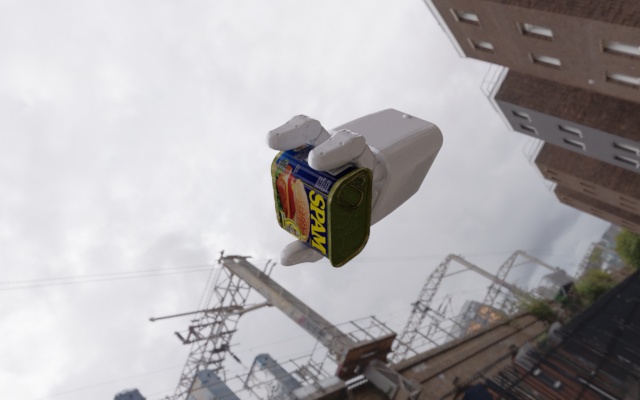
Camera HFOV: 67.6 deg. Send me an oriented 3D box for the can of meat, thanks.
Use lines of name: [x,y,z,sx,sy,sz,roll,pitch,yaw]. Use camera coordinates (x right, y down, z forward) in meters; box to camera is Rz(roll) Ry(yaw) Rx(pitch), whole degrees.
can of meat: [0.000,0.002,0.467,0.084,0.102,0.057,30,47,35]
